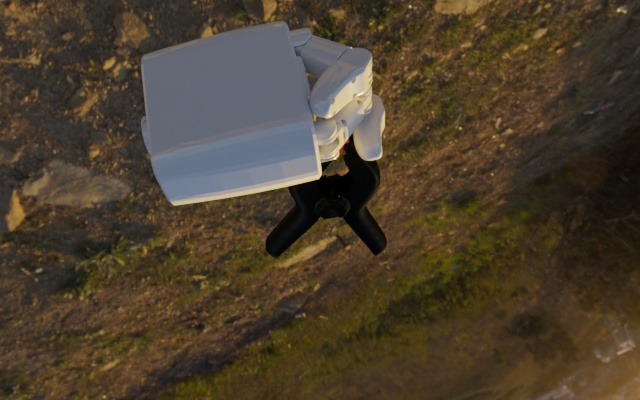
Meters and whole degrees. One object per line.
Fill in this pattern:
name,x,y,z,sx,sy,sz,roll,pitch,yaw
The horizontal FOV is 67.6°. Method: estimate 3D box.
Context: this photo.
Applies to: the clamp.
clamp,0.000,0.002,0.427,0.120,0.039,0.172,-11,-43,-2
